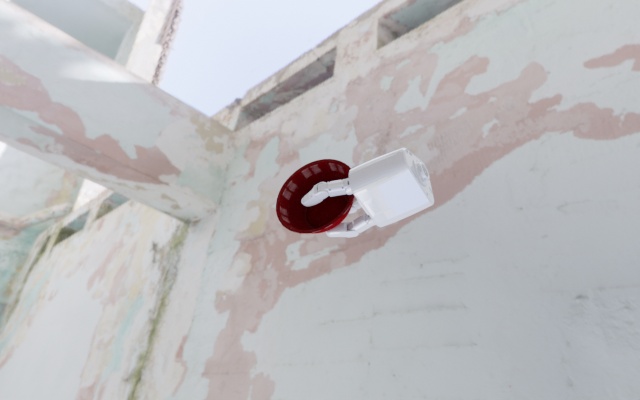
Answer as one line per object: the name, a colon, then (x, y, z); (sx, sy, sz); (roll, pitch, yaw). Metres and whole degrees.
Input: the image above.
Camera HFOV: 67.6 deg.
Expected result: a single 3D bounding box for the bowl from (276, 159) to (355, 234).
bowl: (-0.001, 0.003, 0.883); (0.162, 0.162, 0.055); (0, -33, 29)
